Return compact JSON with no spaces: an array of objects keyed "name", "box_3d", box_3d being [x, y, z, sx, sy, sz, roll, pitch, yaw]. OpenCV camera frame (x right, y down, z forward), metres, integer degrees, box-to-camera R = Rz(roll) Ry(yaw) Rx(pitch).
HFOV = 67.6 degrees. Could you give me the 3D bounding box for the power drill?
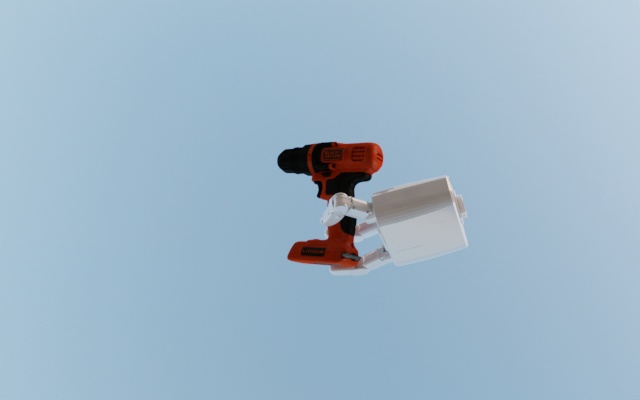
[{"name":"power drill","box_3d":[0.000,0.003,0.722,0.184,0.187,0.057,0,-11,35]}]
